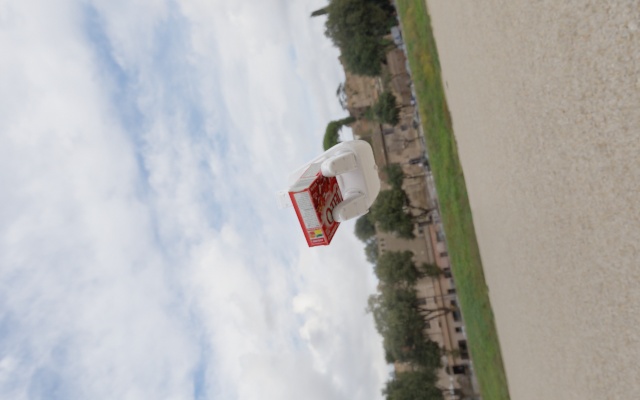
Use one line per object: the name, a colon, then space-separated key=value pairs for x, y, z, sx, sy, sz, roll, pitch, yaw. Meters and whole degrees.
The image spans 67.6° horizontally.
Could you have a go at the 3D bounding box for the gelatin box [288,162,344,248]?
gelatin box: x=0.000 y=0.002 z=0.564 sx=0.030 sy=0.073 sz=0.089 roll=-10 pitch=22 yaw=23
